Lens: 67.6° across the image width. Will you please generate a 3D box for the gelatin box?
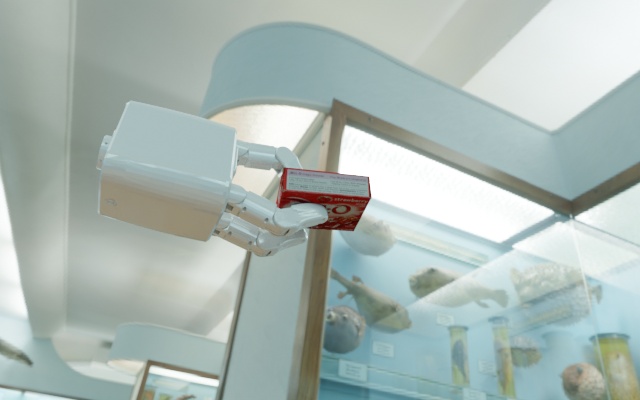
[{"bbox_3d":[0.000,0.001,0.488,0.089,0.030,0.073,5,-31,-9],"label":"gelatin box"}]
